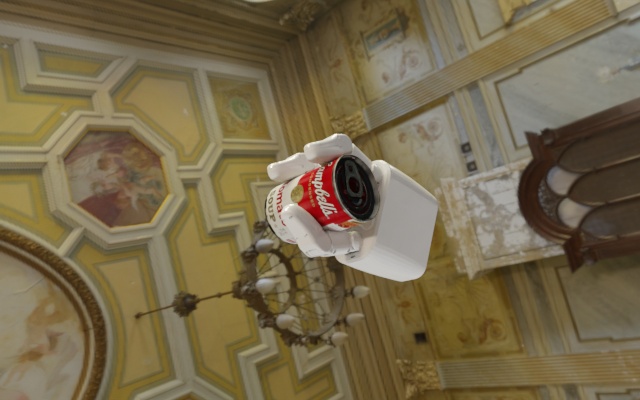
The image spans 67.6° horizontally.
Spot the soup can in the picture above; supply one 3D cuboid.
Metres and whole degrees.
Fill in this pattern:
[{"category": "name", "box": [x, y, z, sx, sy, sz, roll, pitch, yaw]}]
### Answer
[{"category": "soup can", "box": [0.000, 0.002, 0.488, 0.102, 0.068, 0.068, -21, -14, 40]}]
